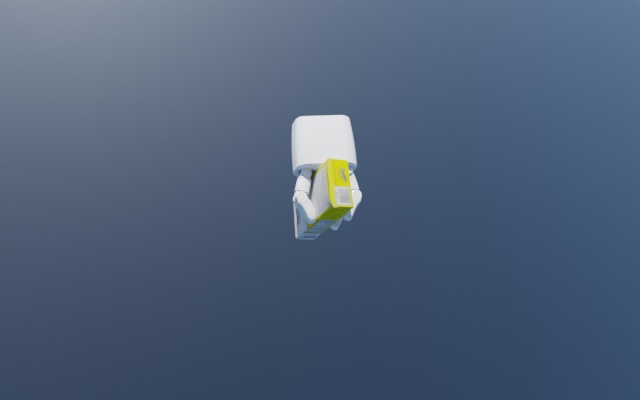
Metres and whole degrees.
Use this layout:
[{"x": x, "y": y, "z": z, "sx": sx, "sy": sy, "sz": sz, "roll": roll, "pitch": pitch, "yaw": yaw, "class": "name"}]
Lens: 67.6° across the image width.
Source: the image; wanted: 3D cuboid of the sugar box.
[{"x": 0.001, "y": 0.003, "z": 0.882, "sx": 0.048, "sy": 0.093, "sz": 0.176, "roll": 4, "pitch": -23, "yaw": -21, "class": "sugar box"}]
